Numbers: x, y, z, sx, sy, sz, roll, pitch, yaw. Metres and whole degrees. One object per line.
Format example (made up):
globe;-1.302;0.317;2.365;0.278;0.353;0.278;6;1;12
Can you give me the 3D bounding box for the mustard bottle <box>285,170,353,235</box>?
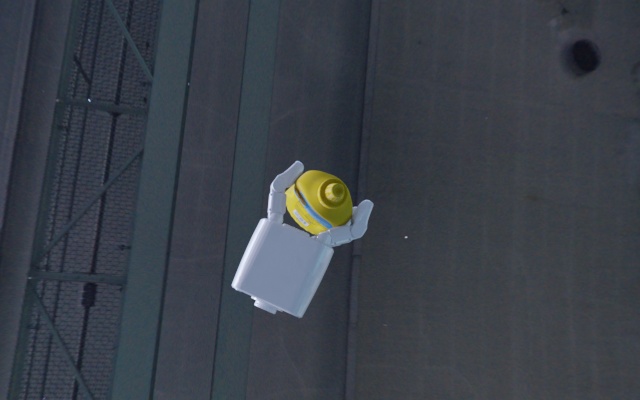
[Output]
mustard bottle;0.000;0.002;0.712;0.058;0.096;0.191;-41;2;-16
